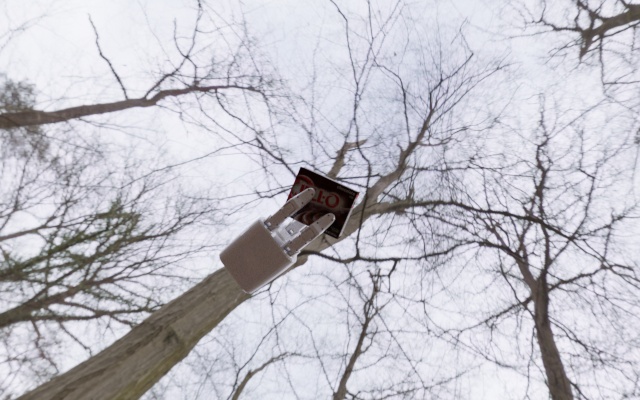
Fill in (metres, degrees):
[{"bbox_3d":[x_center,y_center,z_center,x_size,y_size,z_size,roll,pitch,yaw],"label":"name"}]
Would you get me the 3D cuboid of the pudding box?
[{"bbox_3d":[0.000,0.003,0.830,0.113,0.090,0.039,24,8,7],"label":"pudding box"}]
